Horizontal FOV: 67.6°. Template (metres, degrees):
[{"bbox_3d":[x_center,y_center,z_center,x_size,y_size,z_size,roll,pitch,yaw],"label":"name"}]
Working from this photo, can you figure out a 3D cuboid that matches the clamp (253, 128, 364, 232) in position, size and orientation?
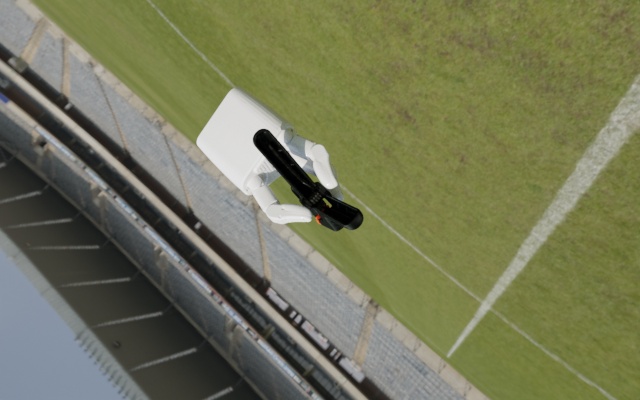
[{"bbox_3d":[-0.001,0.003,0.620,0.164,0.036,0.210,42,-7,22],"label":"clamp"}]
